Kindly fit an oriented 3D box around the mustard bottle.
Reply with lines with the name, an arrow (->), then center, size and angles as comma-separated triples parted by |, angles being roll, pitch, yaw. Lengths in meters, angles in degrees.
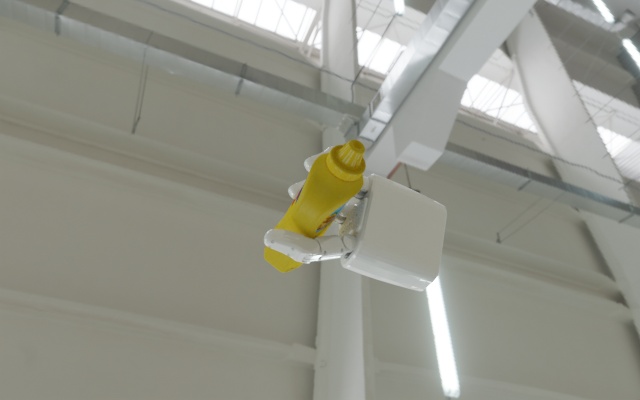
mustard bottle -> 0.000, 0.002, 0.543 | 0.096, 0.058, 0.192 | -46, -7, -44
